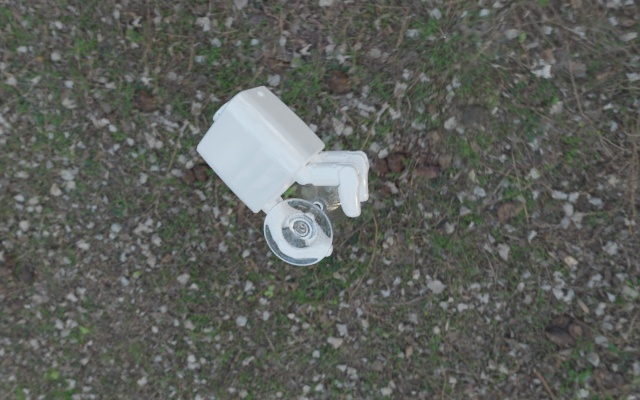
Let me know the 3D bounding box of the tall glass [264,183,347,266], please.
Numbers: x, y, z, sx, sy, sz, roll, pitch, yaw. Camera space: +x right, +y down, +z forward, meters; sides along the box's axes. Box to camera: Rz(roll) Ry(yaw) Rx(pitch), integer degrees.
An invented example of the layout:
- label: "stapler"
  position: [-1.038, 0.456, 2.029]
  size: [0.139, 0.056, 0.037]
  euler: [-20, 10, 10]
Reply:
- label: "tall glass"
  position: [0.000, 0.002, 0.580]
  size: [0.079, 0.079, 0.201]
  euler: [0, 18, 15]
